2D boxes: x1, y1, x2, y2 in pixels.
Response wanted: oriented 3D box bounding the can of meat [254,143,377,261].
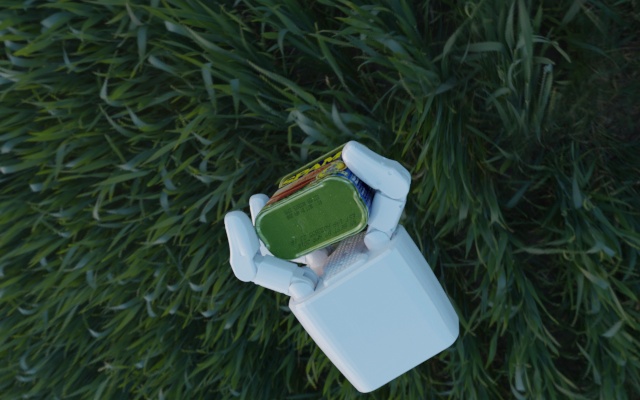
[{"bbox_3d":[0.000,0.001,0.418,0.102,0.057,0.084,-26,15,23],"label":"can of meat"}]
